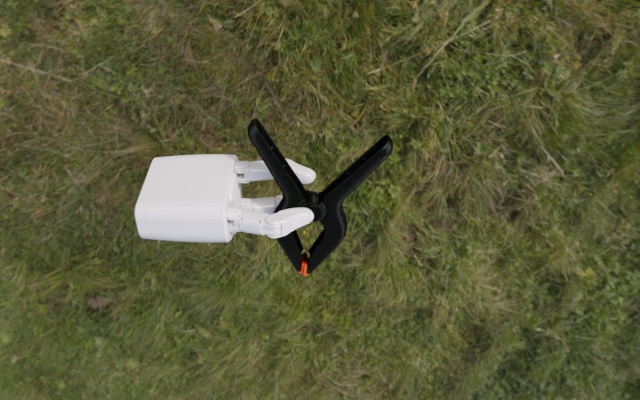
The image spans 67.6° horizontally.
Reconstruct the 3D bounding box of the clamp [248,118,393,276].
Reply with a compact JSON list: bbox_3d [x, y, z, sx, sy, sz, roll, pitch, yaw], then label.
[{"bbox_3d":[0.000,0.003,0.582,0.164,0.210,0.036,1,30,2],"label":"clamp"}]
